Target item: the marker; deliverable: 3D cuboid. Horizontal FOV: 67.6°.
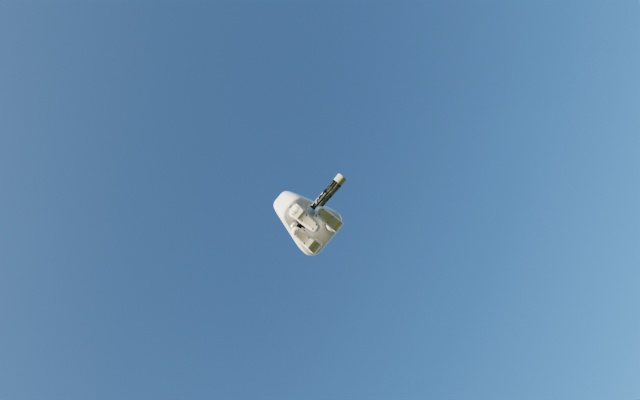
[{"bbox_3d":[0.000,0.003,0.848,0.020,0.121,0.020,41,-4,3],"label":"marker"}]
